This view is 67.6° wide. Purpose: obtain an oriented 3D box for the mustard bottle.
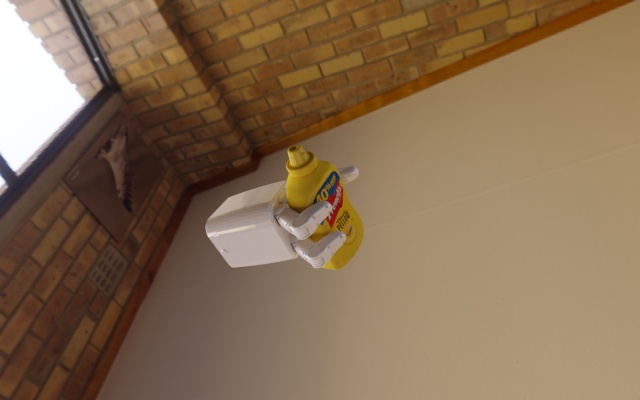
[{"bbox_3d":[0.001,0.002,0.668,0.058,0.192,0.096,6,47,37],"label":"mustard bottle"}]
